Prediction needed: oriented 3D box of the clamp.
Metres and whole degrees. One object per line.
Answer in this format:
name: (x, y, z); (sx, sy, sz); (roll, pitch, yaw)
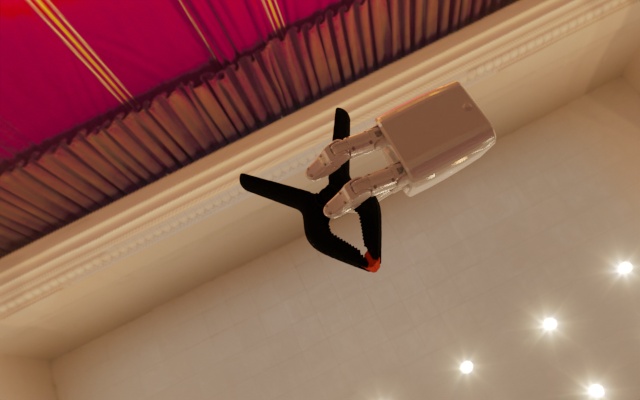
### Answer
clamp: (0.001, 0.003, 0.578); (0.164, 0.210, 0.036); (-29, -26, 5)
